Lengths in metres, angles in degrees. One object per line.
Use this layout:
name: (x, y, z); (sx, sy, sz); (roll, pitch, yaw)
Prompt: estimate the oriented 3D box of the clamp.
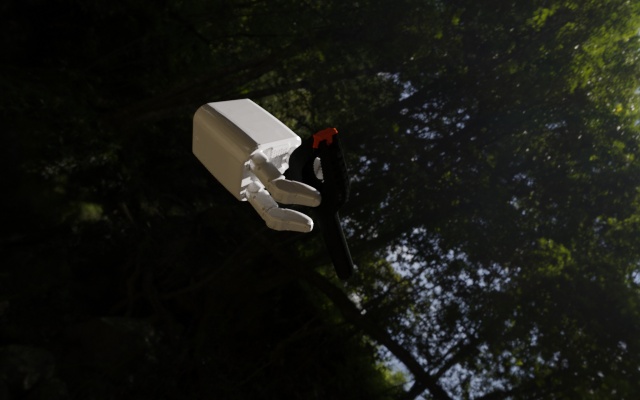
clamp: (0.001, 0.001, 0.616); (0.164, 0.210, 0.036); (42, 53, 20)
